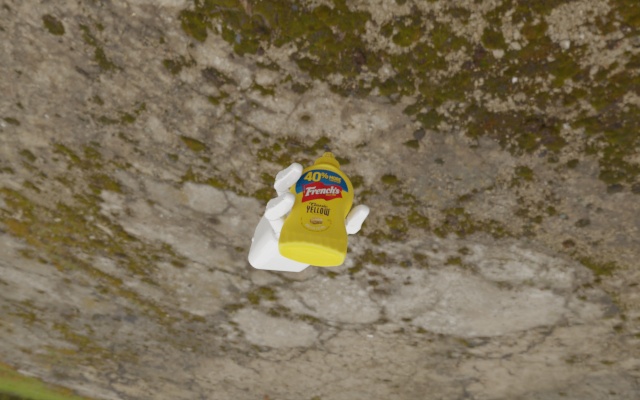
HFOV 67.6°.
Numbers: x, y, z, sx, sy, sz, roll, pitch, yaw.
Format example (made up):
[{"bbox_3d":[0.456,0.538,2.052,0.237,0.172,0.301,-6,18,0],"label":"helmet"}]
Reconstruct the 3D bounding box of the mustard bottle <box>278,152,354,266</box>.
[{"bbox_3d":[0.000,0.002,0.717,0.096,0.191,0.058,8,-37,3],"label":"mustard bottle"}]
